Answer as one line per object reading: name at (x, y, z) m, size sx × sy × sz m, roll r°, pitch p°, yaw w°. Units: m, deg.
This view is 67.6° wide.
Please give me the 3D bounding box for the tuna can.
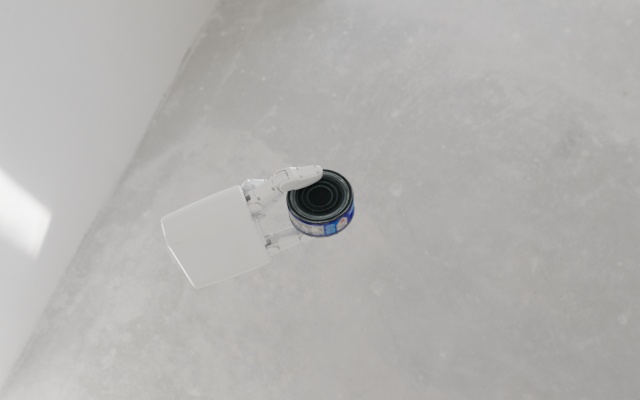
tuna can at (0.000, 0.002, 0.601) m, size 0.086 × 0.086 × 0.034 m, roll 0°, pitch -35°, yaw 5°
